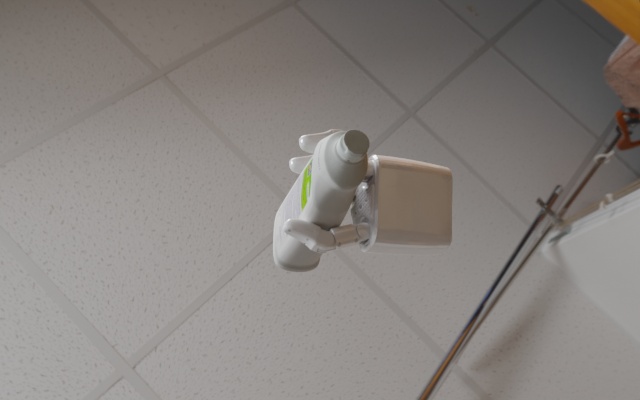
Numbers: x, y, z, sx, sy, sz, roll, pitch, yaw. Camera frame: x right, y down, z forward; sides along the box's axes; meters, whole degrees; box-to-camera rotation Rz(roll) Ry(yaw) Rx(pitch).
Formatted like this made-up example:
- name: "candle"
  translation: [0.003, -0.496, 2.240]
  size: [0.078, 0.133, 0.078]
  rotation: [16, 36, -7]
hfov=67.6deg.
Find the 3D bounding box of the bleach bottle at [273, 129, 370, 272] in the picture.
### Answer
- name: "bleach bottle"
  translation: [0.000, 0.002, 0.579]
  size: [0.068, 0.102, 0.251]
  rotation: [6, -27, -16]
